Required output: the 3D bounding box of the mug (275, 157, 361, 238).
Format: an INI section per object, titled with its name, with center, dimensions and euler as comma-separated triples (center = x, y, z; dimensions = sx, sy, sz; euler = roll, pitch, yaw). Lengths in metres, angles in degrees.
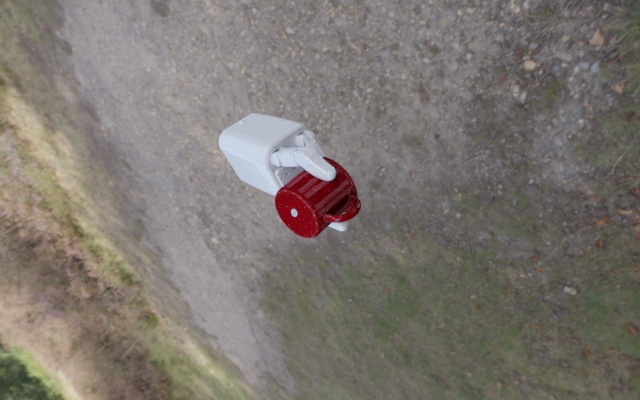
[mug]
center = 0.001, 0.003, 0.656
dimensions = 0.117, 0.093, 0.081
euler = 21, 46, 34
